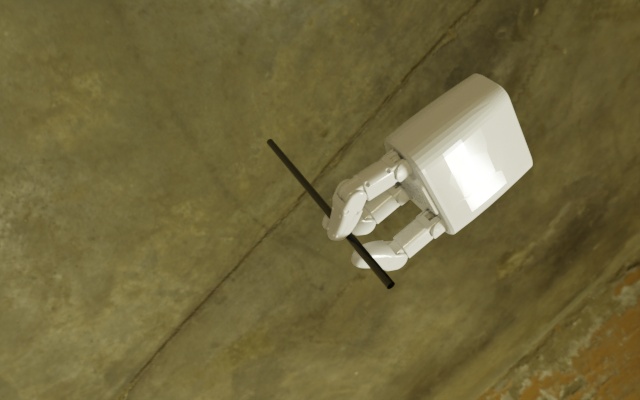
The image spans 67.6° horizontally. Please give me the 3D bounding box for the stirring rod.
[{"bbox_3d":[0.000,0.001,0.478,0.011,0.011,0.239,0,36,-37],"label":"stirring rod"}]
